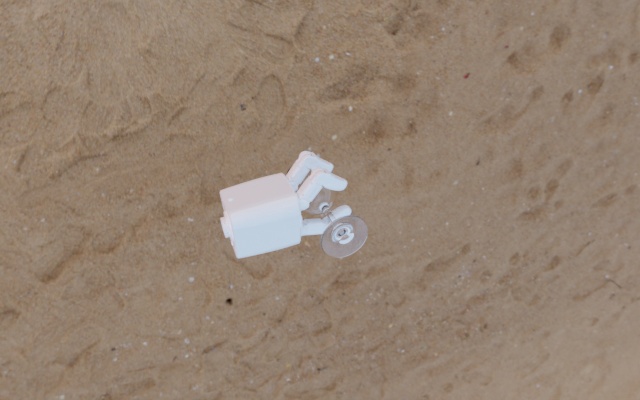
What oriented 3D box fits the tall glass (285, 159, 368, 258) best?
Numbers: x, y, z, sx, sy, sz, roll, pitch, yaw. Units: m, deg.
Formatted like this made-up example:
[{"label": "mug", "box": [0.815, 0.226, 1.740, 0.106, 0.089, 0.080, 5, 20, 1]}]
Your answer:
[{"label": "tall glass", "box": [0.001, 0.003, 0.770, 0.079, 0.079, 0.201, 0, 31, -24]}]
